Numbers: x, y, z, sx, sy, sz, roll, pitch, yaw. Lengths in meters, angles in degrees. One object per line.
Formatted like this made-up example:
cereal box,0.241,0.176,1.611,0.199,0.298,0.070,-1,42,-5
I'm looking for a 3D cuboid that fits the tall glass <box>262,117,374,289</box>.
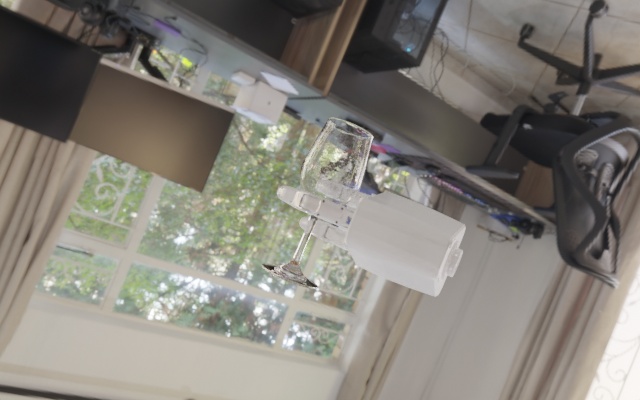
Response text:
tall glass,0.000,0.003,0.590,0.079,0.201,0.079,22,0,0
